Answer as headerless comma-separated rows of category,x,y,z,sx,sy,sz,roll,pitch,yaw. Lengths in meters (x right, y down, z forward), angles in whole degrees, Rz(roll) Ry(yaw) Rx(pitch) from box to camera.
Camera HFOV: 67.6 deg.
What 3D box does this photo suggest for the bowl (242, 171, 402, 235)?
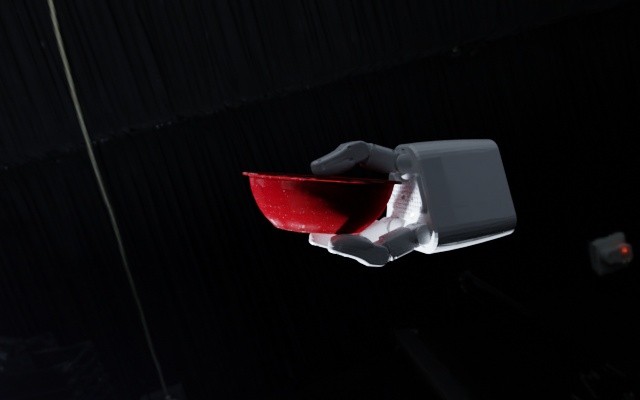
bowl,-0.001,0.002,0.489,0.162,0.055,0.162,4,3,0
